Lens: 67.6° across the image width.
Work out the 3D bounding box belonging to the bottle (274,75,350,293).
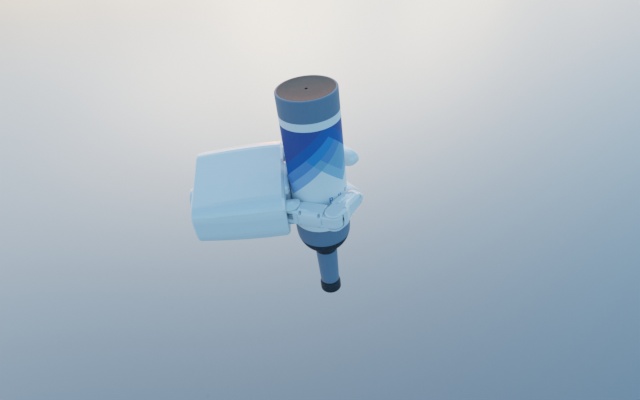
[{"bbox_3d":[0.000,0.002,0.574,0.069,0.296,0.069,-5,37,3],"label":"bottle"}]
